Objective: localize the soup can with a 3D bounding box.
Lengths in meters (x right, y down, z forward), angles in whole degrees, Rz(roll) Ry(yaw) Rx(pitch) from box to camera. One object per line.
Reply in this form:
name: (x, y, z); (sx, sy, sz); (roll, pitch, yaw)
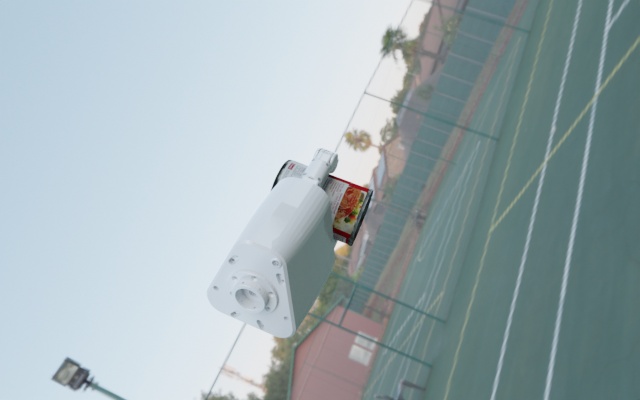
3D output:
soup can: (0.000, 0.001, 0.539); (0.102, 0.068, 0.068); (21, 3, 9)
